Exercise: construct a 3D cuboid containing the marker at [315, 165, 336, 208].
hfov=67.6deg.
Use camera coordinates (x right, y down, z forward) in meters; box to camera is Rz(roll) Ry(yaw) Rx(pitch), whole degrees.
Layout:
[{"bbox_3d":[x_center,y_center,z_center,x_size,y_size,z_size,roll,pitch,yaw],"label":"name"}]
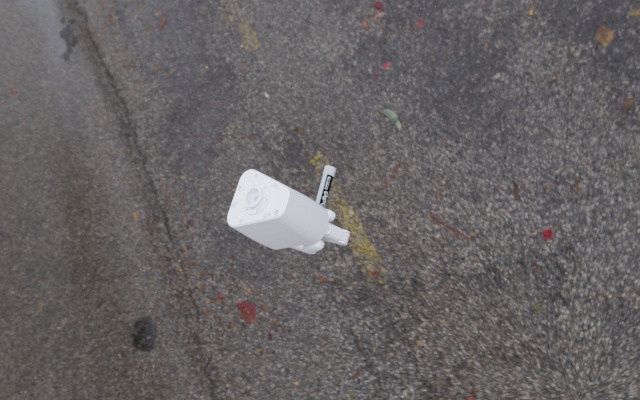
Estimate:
[{"bbox_3d":[0.000,0.003,0.762,0.020,0.121,0.020,15,-14,4],"label":"marker"}]
